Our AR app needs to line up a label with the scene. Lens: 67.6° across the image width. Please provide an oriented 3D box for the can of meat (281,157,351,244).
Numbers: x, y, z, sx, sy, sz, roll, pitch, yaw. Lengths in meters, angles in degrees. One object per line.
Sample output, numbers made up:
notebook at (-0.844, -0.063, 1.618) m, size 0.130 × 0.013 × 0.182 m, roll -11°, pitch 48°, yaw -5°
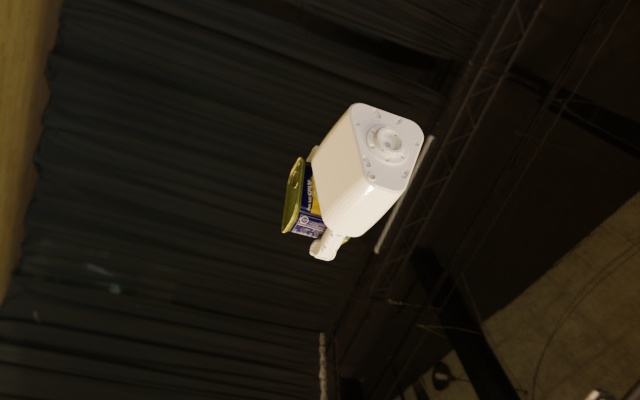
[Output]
can of meat at (0.000, 0.002, 0.630) m, size 0.084 × 0.102 × 0.057 m, roll 16°, pitch -37°, yaw -15°
